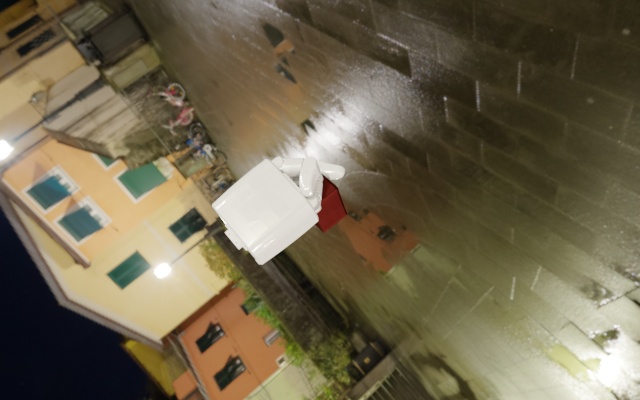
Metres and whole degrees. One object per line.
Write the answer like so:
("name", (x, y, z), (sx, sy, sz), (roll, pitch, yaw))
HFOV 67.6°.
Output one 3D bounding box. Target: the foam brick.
("foam brick", (0.000, 0.003, 0.743), (0.053, 0.051, 0.078), (42, -14, 35))
